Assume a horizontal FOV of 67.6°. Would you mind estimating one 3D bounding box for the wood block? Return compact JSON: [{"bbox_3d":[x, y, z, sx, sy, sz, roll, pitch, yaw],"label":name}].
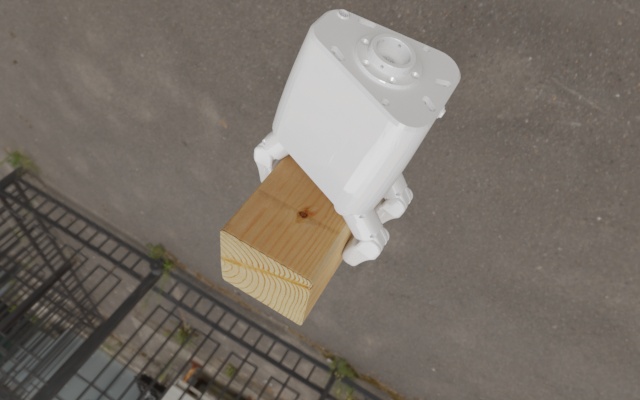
[{"bbox_3d":[0.000,0.001,0.471,0.091,0.206,0.090,28,-36,12],"label":"wood block"}]
